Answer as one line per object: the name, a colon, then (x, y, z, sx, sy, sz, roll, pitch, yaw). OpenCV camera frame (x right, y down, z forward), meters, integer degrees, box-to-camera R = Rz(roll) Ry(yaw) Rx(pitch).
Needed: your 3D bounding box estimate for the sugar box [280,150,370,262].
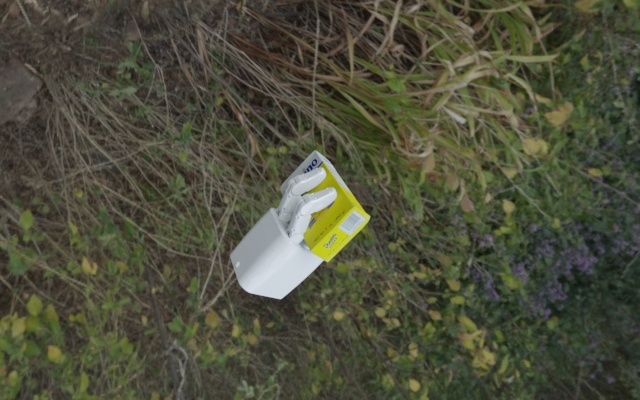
sugar box: (0.000, 0.002, 0.738, 0.048, 0.093, 0.176, 36, 13, -39)
